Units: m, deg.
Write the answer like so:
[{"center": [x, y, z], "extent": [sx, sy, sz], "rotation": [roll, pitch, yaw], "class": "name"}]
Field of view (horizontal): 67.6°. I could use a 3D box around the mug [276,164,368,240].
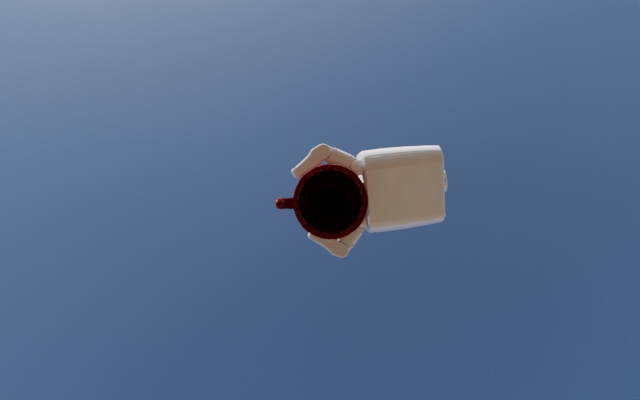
[{"center": [-0.001, 0.002, 0.627], "extent": [0.117, 0.093, 0.081], "rotation": [-5, 1, -1], "class": "mug"}]
